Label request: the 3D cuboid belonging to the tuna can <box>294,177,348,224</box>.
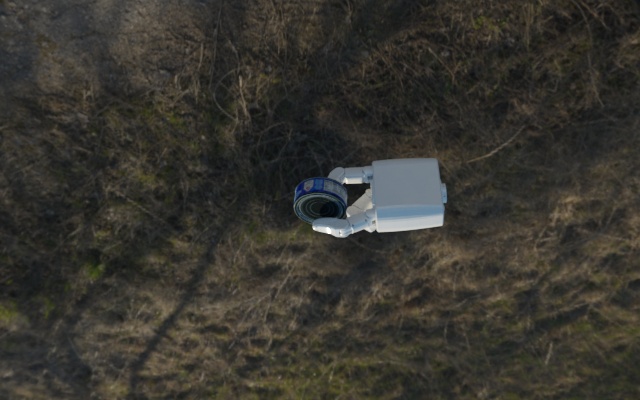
[{"bbox_3d":[0.000,0.003,0.763,0.086,0.033,0.086,4,-39,3],"label":"tuna can"}]
